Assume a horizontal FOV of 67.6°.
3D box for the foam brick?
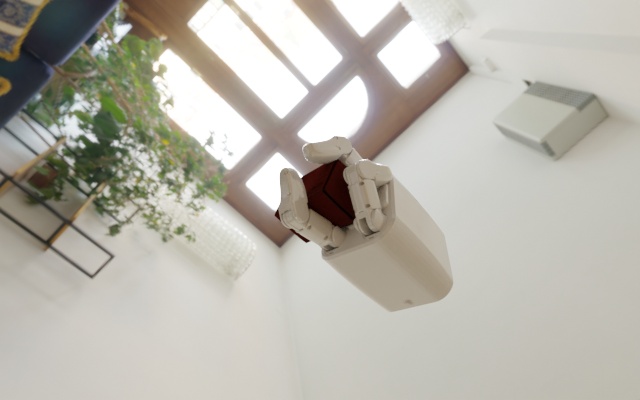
[{"bbox_3d":[0.000,0.002,0.503,0.051,0.053,0.078,43,-44,-22],"label":"foam brick"}]
